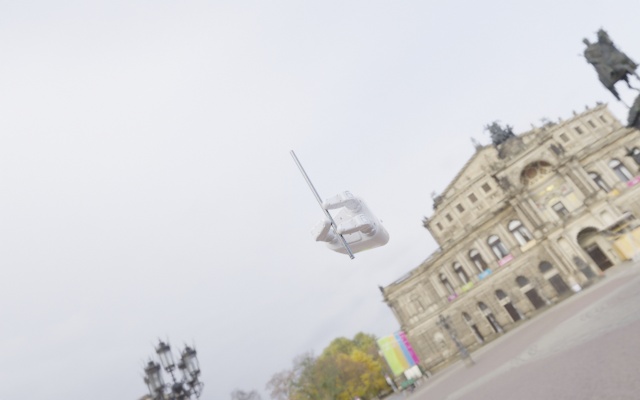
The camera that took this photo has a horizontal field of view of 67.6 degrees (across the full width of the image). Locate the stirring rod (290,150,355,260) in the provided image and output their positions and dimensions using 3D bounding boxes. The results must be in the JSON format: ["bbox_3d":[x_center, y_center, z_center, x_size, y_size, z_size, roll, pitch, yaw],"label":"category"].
[{"bbox_3d":[0.000,0.003,0.860,0.011,0.239,0.011,-25,-23,-12],"label":"stirring rod"}]
